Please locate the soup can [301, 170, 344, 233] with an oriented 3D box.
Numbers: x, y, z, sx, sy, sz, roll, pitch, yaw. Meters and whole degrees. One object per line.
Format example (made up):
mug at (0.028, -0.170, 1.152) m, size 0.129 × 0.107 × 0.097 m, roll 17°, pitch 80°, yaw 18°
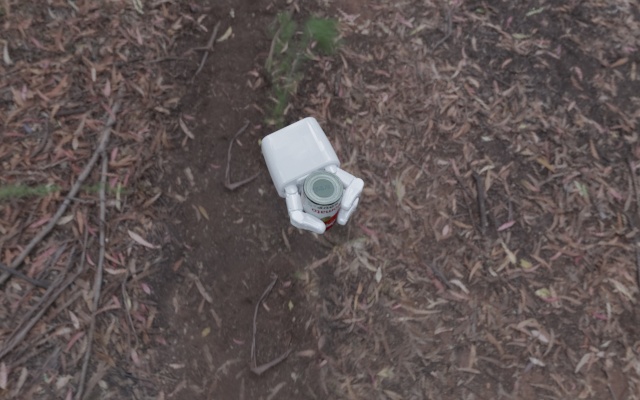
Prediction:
soup can at (0.000, 0.003, 0.808) m, size 0.068 × 0.068 × 0.102 m, roll 0°, pitch -29°, yaw -7°
